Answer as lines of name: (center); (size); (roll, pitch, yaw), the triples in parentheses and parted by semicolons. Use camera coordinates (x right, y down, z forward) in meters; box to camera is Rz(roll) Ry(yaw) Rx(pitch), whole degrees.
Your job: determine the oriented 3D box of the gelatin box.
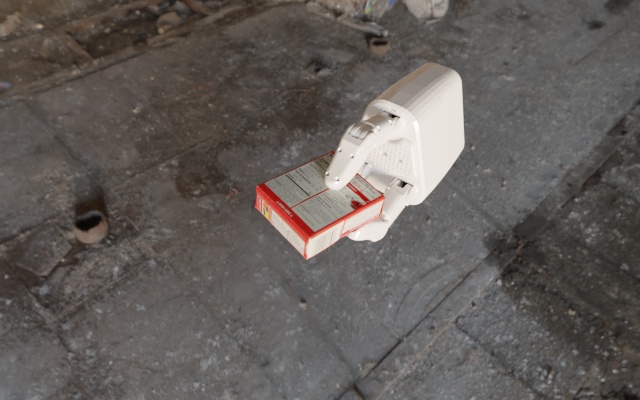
gelatin box: (0.000, 0.001, 0.415); (0.089, 0.030, 0.073); (-27, 55, -31)
